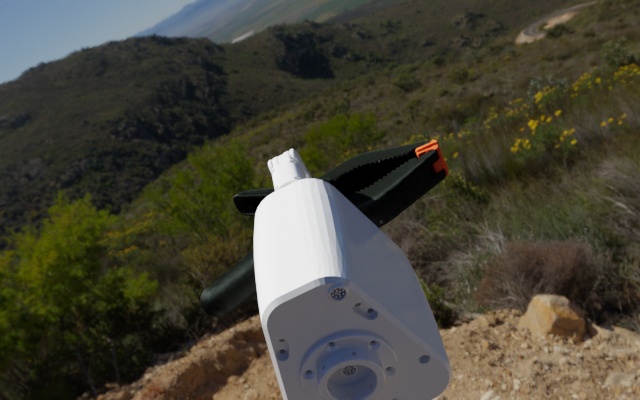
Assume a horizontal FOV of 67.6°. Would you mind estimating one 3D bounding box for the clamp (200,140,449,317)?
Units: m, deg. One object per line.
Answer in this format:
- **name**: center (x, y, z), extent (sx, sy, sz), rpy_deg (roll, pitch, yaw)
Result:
- **clamp**: center (0.000, 0.001, 0.403), extent (0.210, 0.036, 0.164), rpy_deg (-26, 27, 6)
